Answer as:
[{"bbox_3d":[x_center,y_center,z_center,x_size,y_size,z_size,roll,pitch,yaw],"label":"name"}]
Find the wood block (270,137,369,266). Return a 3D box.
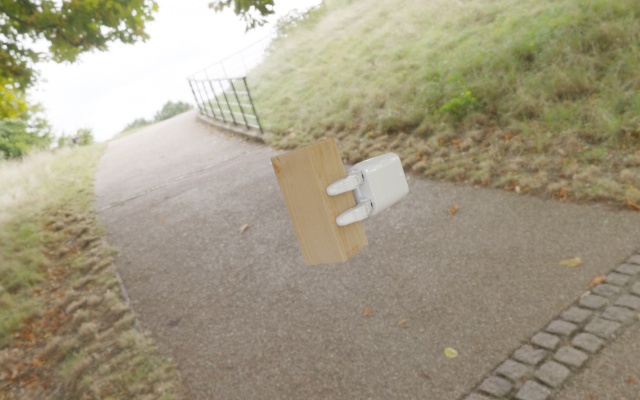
[{"bbox_3d":[0.000,0.003,0.858,0.091,0.206,0.090,-12,10,38],"label":"wood block"}]
